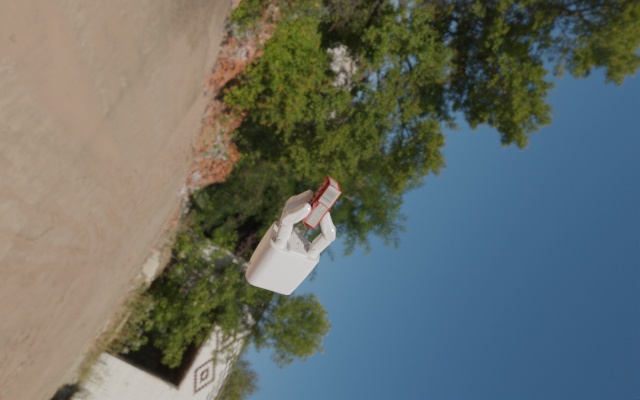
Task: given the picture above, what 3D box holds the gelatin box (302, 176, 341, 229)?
[{"bbox_3d":[0.001,0.003,0.896,0.030,0.089,0.073,34,12,-10],"label":"gelatin box"}]
